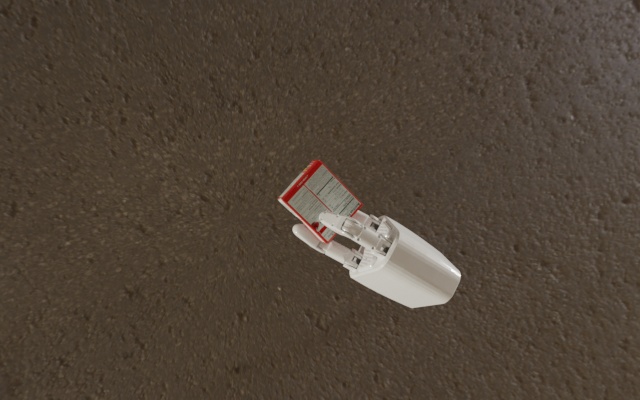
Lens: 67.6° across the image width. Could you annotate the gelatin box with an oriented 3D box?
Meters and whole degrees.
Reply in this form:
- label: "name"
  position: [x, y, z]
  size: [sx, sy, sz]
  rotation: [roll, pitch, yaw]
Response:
- label: "gelatin box"
  position: [0.000, 0.002, 0.633]
  size: [0.089, 0.073, 0.030]
  rotation: [45, -11, -15]
